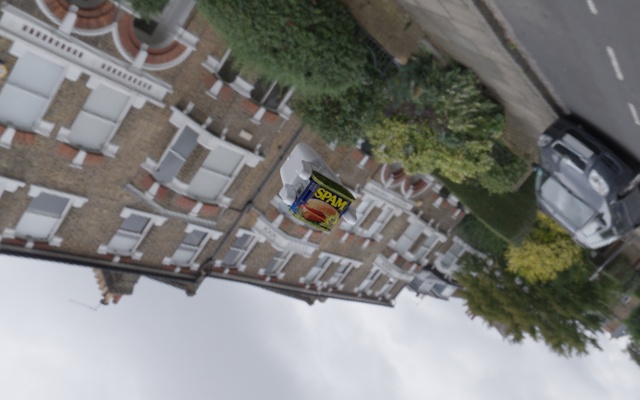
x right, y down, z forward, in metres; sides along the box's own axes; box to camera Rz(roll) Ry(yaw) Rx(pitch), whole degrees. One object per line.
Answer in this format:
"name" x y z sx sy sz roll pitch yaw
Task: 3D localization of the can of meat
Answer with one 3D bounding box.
"can of meat" 0.000 0.003 0.894 0.102 0.084 0.057 28 16 -30
